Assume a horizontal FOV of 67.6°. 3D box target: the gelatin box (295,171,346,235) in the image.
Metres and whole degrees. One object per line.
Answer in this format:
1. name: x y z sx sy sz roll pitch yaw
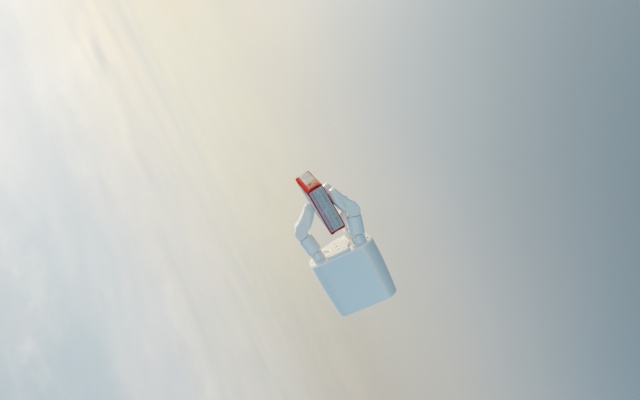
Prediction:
1. gelatin box: 0.000 0.003 0.773 0.030 0.089 0.073 -33 26 -4
